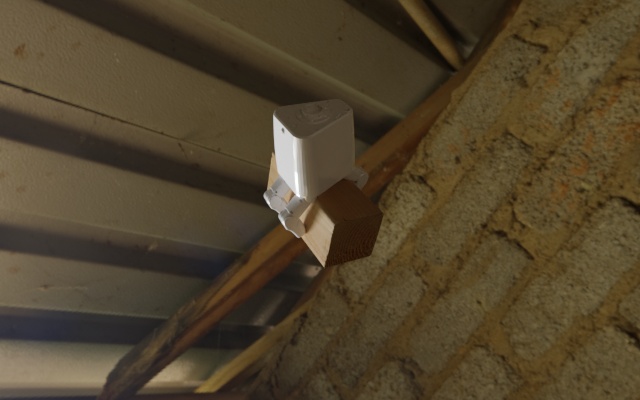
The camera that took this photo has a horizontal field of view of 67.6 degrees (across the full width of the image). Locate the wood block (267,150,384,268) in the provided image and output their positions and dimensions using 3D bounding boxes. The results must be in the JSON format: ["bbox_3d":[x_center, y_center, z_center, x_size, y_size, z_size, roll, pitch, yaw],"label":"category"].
[{"bbox_3d":[0.000,0.002,0.780,0.091,0.090,0.206,-11,41,-29],"label":"wood block"}]
